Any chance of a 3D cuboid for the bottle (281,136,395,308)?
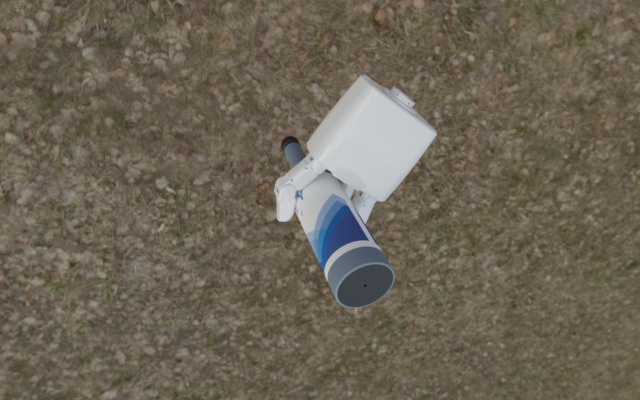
[{"bbox_3d":[0.000,0.002,0.599,0.069,0.069,0.295,0,36,-23],"label":"bottle"}]
